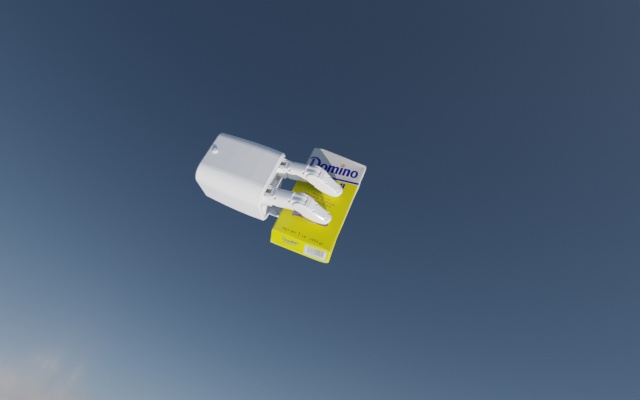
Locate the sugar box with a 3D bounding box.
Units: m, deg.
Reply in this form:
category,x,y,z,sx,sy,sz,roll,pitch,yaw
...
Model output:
category,x,y,z,sx,sy,sz,roll,pitch,yaw
sugar box,0.000,0.002,0.739,0.093,0.176,0.048,21,-33,4
